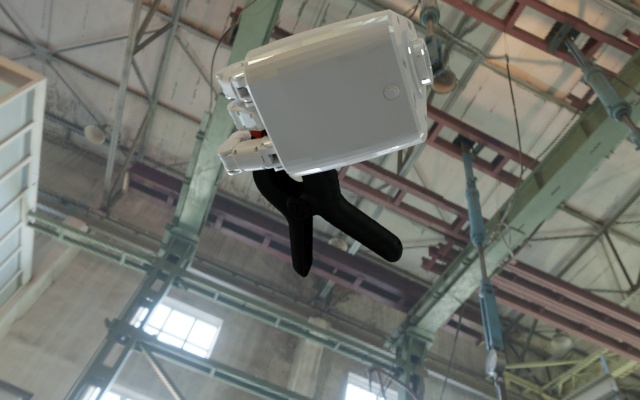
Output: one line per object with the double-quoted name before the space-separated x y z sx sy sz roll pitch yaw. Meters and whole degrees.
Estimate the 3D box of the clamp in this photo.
"clamp" 0.000 0.001 0.431 0.120 0.171 0.039 -10 33 25
